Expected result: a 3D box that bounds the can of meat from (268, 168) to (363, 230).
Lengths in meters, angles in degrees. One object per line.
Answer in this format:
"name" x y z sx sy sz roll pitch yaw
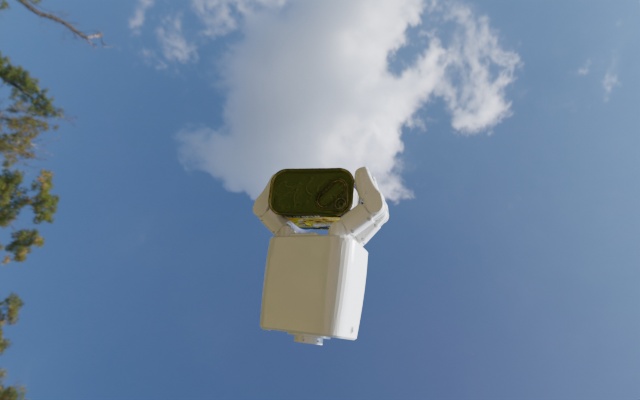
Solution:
"can of meat" 0.000 0.002 0.582 0.102 0.057 0.084 0 -17 18
